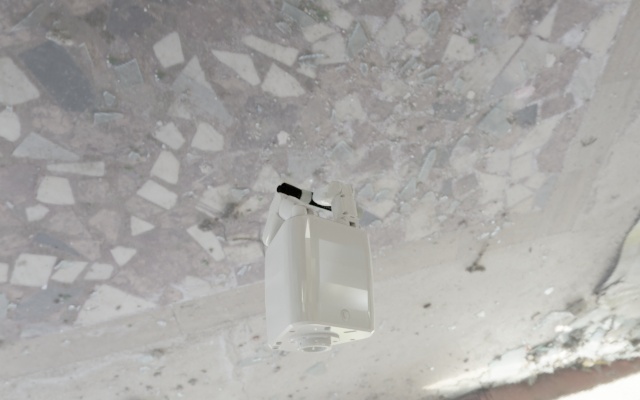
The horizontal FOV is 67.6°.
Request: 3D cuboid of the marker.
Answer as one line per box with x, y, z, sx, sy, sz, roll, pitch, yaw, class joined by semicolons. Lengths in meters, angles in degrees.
0.000;0.002;0.583;0.121;0.020;0.020;18;-10;-32;marker
